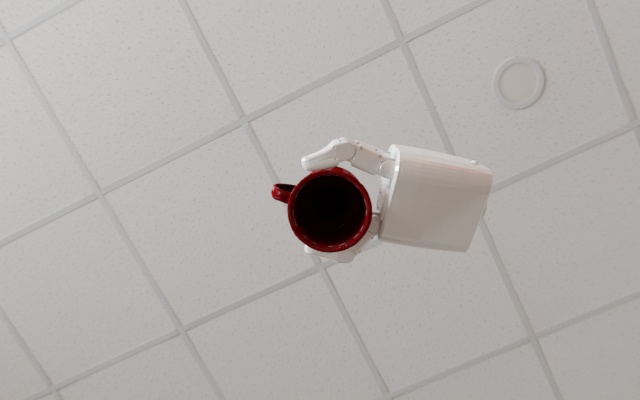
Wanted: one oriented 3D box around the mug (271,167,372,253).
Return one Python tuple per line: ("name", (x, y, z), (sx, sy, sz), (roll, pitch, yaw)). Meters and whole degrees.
("mug", (-0.001, 0.002, 0.558), (0.117, 0.093, 0.081), (12, 12, 0))
